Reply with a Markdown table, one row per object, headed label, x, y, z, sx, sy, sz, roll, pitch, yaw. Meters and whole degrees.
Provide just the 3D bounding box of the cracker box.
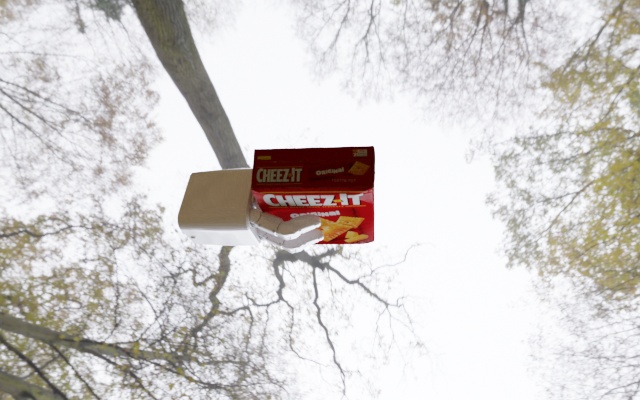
| label | x | y | z | sx | sy | sz | roll | pitch | yaw |
| --- | --- | --- | --- | --- | --- | --- | --- | --- | --- |
| cracker box | 0.000 | 0.002 | 0.716 | 0.164 | 0.072 | 0.214 | -1 | -24 | 6 |
